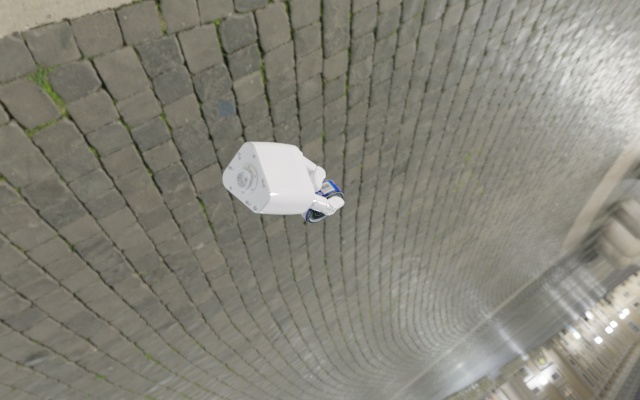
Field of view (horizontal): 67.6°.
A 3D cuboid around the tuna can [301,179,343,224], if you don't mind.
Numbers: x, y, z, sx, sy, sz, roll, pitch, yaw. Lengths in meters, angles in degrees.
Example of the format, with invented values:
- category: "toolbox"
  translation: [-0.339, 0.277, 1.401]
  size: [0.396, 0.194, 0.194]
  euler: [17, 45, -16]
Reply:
- category: "tuna can"
  translation: [0.001, 0.003, 0.881]
  size: [0.086, 0.033, 0.086]
  euler: [-33, -24, -17]
